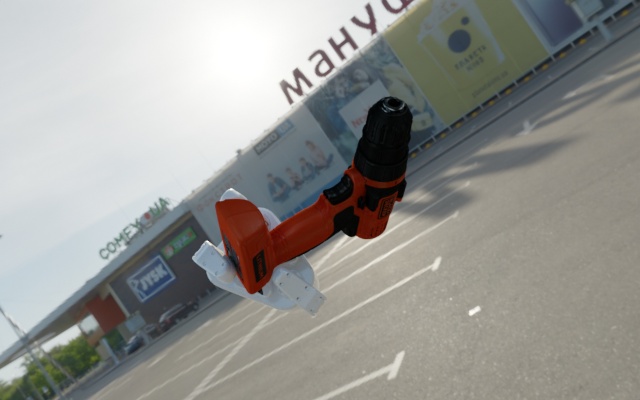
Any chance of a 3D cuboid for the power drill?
[{"bbox_3d":[0.000,0.002,0.447,0.187,0.057,0.185,-24,-35,-21],"label":"power drill"}]
